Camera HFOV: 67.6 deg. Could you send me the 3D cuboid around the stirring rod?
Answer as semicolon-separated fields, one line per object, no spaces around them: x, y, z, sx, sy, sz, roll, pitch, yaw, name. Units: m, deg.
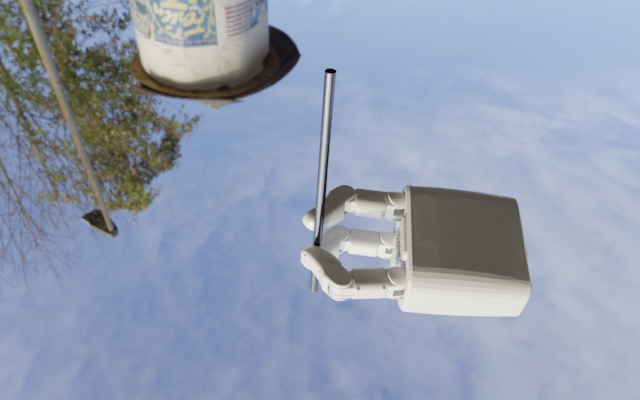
0.000;0.001;0.403;0.011;0.240;0.011;2;42;-2;stirring rod
